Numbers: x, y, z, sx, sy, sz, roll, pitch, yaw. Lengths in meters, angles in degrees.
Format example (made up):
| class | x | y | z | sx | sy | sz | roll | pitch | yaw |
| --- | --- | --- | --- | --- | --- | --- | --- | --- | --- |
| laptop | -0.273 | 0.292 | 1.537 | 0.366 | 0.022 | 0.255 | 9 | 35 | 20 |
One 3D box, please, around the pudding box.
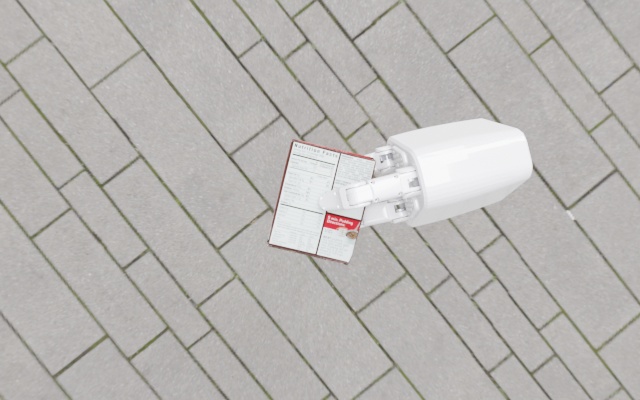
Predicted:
| class | x | y | z | sx | sy | sz | roll | pitch | yaw |
| --- | --- | --- | --- | --- | --- | --- | --- | --- | --- |
| pudding box | 0.000 | 0.002 | 0.490 | 0.090 | 0.113 | 0.039 | 14 | -1 | -3 |
